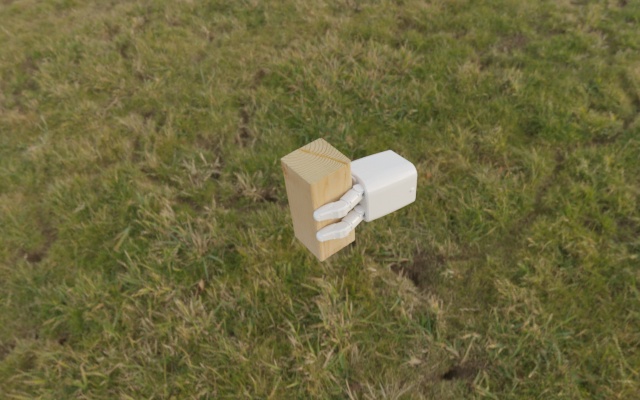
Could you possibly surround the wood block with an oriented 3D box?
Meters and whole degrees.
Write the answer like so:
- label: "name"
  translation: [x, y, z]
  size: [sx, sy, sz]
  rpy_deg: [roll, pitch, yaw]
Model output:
- label: "wood block"
  translation: [0.000, 0.002, 0.885]
  size: [0.090, 0.206, 0.090]
  rpy_deg: [-31, 50, -22]
